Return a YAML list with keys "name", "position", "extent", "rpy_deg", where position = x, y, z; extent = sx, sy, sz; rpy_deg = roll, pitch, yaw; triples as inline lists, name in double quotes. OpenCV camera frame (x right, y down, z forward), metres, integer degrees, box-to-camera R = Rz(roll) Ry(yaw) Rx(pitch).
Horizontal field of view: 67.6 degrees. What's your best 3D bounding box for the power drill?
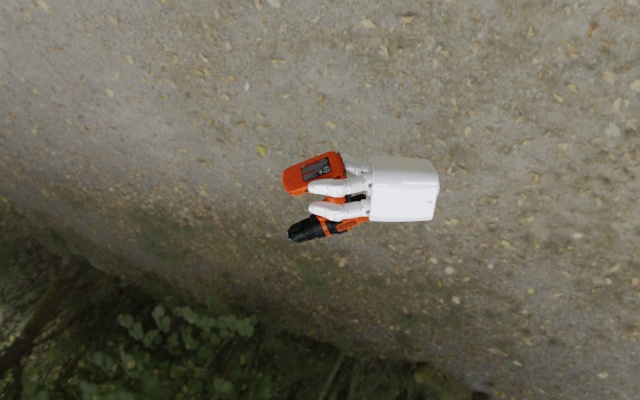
- name: "power drill"
  position: [0.000, 0.003, 0.857]
  extent: [0.184, 0.057, 0.188]
  rpy_deg: [-22, -35, 8]
